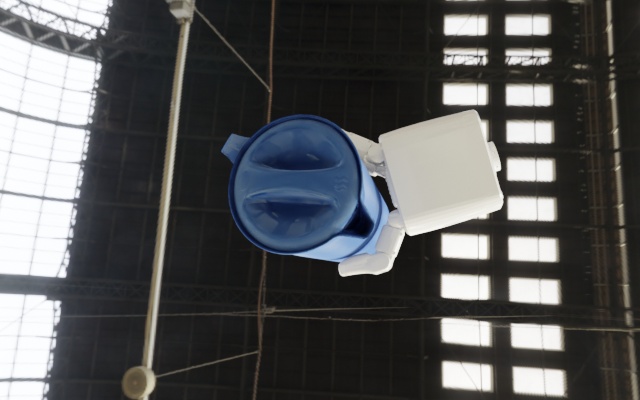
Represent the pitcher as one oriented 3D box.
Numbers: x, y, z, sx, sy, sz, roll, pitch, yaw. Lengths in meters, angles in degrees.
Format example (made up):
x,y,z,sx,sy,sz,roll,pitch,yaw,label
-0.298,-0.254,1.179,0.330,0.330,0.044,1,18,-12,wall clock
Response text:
x,y,z,sx,sy,sz,roll,pitch,yaw,label
0.000,0.002,0.549,0.145,0.149,0.243,-17,-17,13,pitcher
